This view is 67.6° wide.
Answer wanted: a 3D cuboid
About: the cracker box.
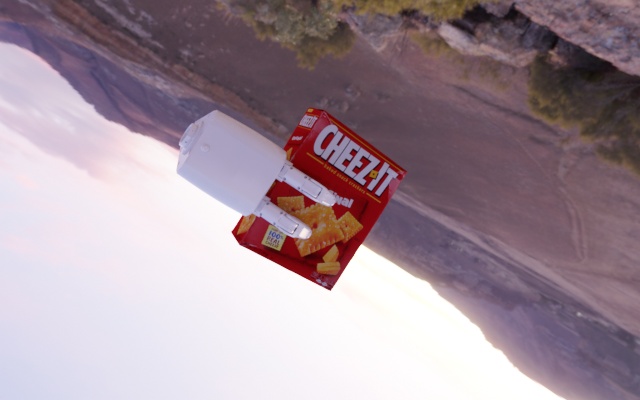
[{"bbox_3d":[0.000,0.002,0.685,0.164,0.213,0.072,32,1,-25],"label":"cracker box"}]
